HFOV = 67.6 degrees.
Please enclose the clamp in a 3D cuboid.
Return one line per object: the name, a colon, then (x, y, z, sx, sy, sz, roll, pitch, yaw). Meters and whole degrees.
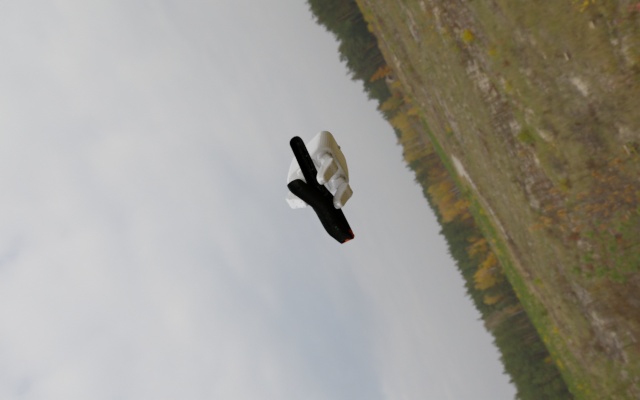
clamp: (0.000, 0.003, 0.830, 0.036, 0.210, 0.164, -25, 24, 15)
